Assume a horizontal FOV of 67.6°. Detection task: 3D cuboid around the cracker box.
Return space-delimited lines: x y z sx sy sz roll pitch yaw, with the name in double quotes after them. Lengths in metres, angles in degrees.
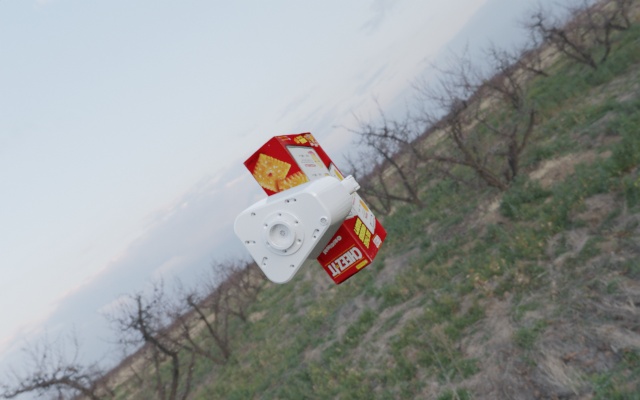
0.000 0.002 0.714 0.072 0.213 0.164 -37 -1 18 "cracker box"
